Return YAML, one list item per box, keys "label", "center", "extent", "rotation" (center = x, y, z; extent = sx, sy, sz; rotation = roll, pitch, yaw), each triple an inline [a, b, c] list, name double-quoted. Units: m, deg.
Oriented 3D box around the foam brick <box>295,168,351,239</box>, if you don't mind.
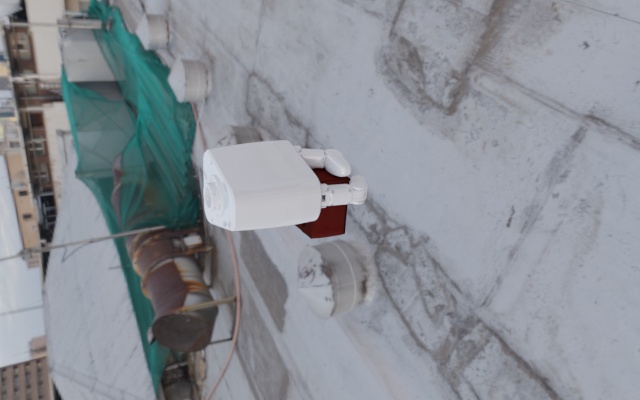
- label: "foam brick"
  center: [0.000, 0.002, 0.607]
  extent: [0.051, 0.078, 0.053]
  rotation: [-9, 25, -30]
